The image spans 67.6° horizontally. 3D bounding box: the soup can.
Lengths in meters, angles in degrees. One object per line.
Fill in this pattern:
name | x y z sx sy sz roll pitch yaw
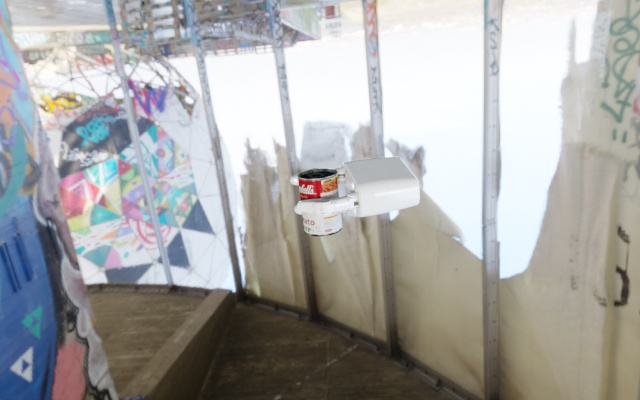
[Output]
soup can | 0.000 0.003 0.816 0.068 0.102 0.068 -5 18 2
